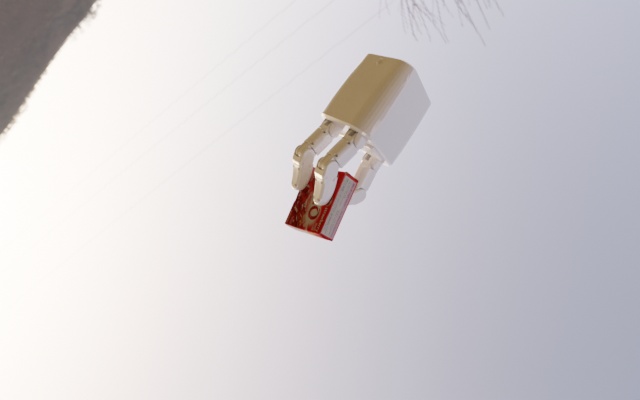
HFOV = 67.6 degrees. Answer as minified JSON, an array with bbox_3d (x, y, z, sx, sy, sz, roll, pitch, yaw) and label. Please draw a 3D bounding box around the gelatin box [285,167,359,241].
[{"bbox_3d":[0.000,0.003,0.626,0.073,0.089,0.030,14,-13,48],"label":"gelatin box"}]
